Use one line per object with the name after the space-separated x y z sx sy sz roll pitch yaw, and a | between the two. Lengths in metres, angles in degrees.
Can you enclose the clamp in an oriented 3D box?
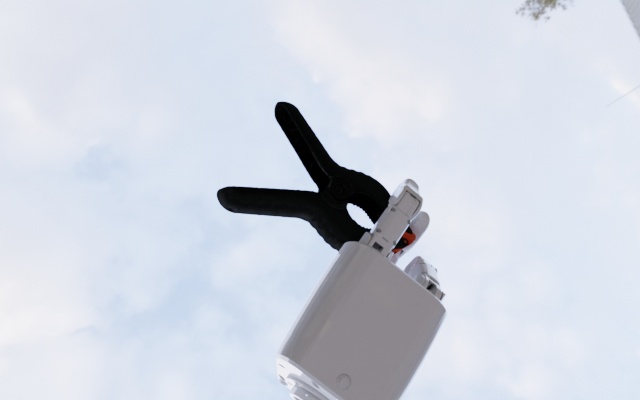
0.000 0.002 0.409 0.171 0.120 0.039 38 -28 -2 | clamp
